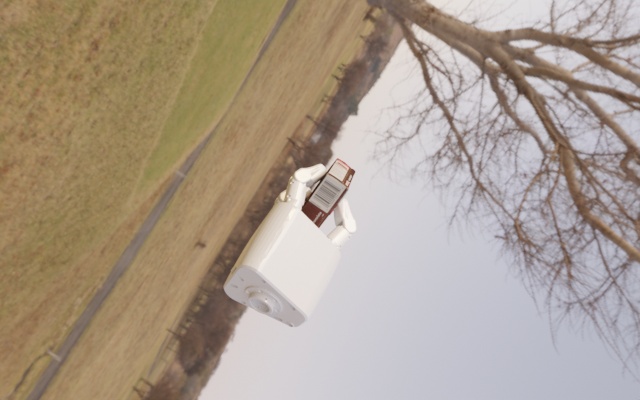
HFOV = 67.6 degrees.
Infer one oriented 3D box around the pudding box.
[{"bbox_3d":[0.000,0.002,0.677,0.039,0.113,0.090,37,21,-4],"label":"pudding box"}]
